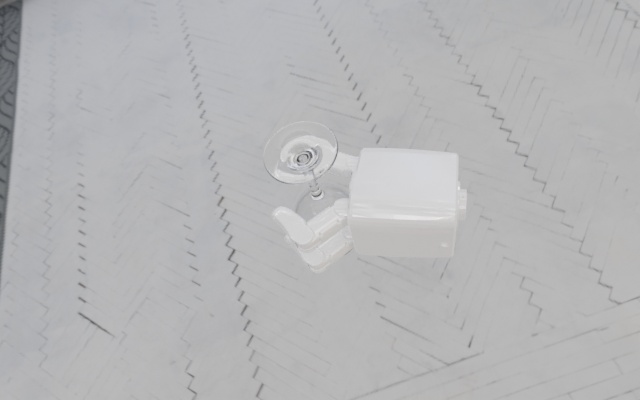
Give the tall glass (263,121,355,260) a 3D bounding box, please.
[{"bbox_3d":[0.000,0.001,0.543,0.079,0.079,0.201,0,-29,13],"label":"tall glass"}]
